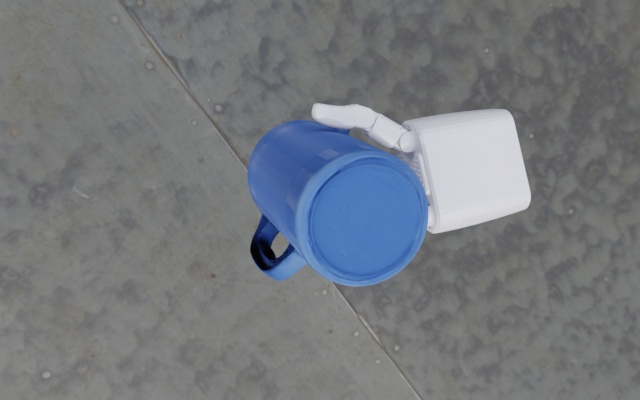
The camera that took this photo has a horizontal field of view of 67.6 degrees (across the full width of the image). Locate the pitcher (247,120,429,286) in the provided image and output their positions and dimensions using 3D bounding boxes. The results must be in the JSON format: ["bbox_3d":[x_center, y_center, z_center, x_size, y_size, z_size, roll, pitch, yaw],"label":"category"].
[{"bbox_3d":[0.000,0.001,0.469,0.145,0.149,0.242,-10,14,-12],"label":"pitcher"}]
